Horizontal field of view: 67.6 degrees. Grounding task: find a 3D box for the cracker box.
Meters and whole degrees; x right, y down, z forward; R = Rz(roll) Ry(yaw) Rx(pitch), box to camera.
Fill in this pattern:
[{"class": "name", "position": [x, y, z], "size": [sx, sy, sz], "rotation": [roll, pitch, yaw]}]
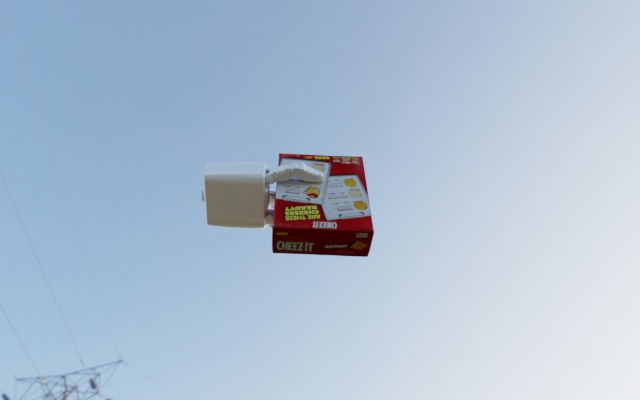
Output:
[{"class": "cracker box", "position": [0.000, 0.003, 0.853], "size": [0.164, 0.072, 0.213], "rotation": [2, 39, -3]}]
